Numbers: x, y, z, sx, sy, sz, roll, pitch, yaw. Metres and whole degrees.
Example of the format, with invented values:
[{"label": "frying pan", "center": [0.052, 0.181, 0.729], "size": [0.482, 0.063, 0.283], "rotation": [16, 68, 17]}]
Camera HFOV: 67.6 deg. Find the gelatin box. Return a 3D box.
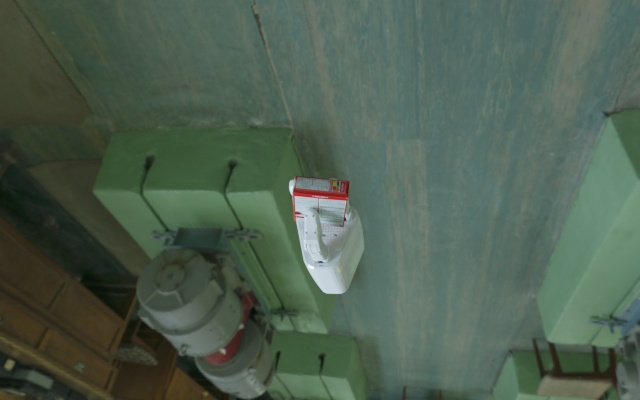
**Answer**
[{"label": "gelatin box", "center": [0.000, 0.002, 0.658], "size": [0.073, 0.030, 0.089], "rotation": [6, -28, 2]}]
